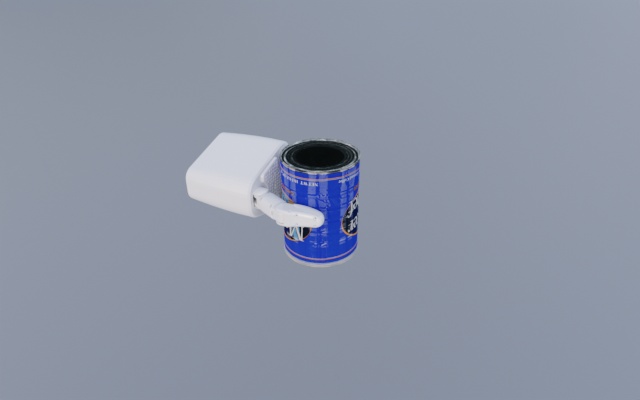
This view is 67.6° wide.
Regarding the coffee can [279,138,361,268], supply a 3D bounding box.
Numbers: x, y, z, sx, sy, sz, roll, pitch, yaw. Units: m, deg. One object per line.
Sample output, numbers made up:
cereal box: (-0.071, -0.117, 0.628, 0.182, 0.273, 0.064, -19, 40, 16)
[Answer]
coffee can: (0.000, 0.002, 0.630, 0.103, 0.140, 0.102, 0, 30, 0)
